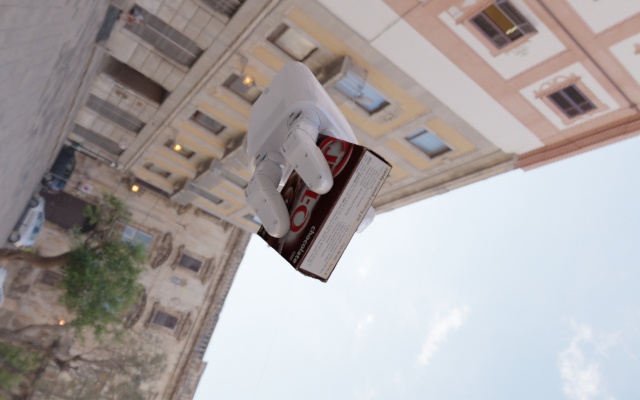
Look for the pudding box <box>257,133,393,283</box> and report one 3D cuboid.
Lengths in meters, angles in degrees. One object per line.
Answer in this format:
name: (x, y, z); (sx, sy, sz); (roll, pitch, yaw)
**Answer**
pudding box: (0.000, 0.001, 0.411); (0.039, 0.113, 0.090); (27, 1, -30)
